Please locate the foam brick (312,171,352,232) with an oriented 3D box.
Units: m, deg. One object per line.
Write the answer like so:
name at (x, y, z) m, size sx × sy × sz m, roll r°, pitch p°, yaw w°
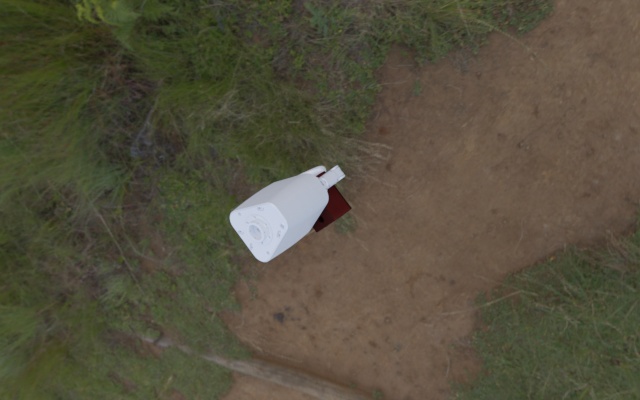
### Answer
foam brick at (0.000, 0.003, 0.780) m, size 0.053 × 0.078 × 0.051 m, roll -36°, pitch 1°, yaw 44°
